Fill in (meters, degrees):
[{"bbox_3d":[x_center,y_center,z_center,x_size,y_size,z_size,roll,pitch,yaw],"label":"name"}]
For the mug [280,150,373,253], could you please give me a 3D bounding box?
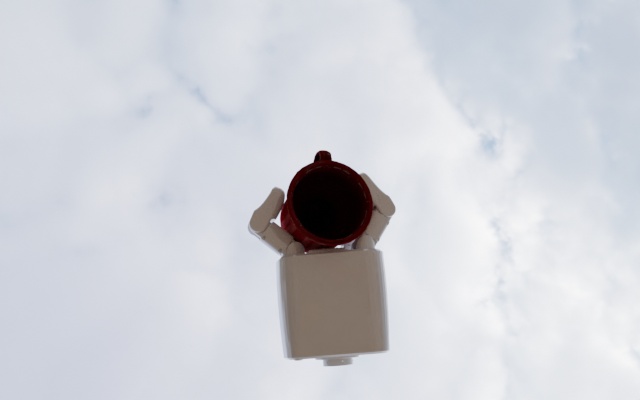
[{"bbox_3d":[0.000,0.000,0.534,0.093,0.117,0.081,1,-18,-15],"label":"mug"}]
